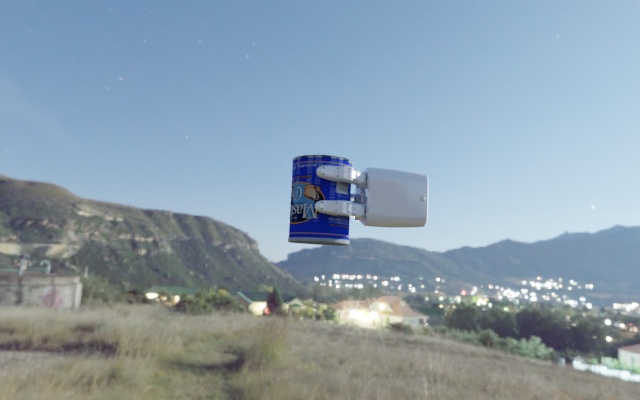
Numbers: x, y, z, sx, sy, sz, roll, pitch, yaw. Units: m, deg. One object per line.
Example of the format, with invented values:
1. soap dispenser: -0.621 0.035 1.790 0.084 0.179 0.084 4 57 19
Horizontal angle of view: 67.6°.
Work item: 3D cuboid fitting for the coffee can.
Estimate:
1. coffee can: 0.000 0.003 0.803 0.103 0.140 0.103 3 -7 0
